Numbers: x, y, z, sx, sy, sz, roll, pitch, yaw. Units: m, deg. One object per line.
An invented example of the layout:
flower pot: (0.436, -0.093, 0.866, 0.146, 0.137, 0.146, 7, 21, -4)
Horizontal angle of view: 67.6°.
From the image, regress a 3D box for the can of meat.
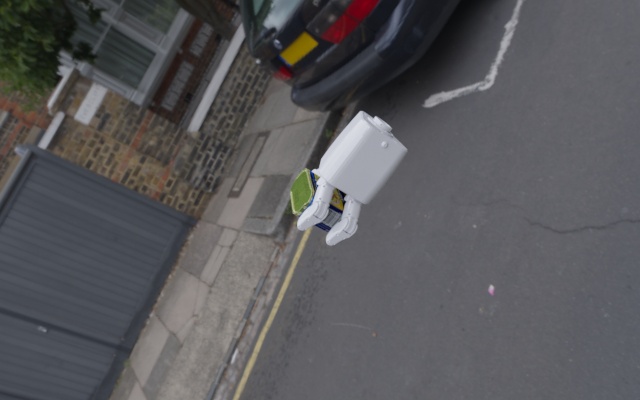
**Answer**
can of meat: (0.000, 0.002, 0.781, 0.084, 0.057, 0.102, 30, 23, -24)
